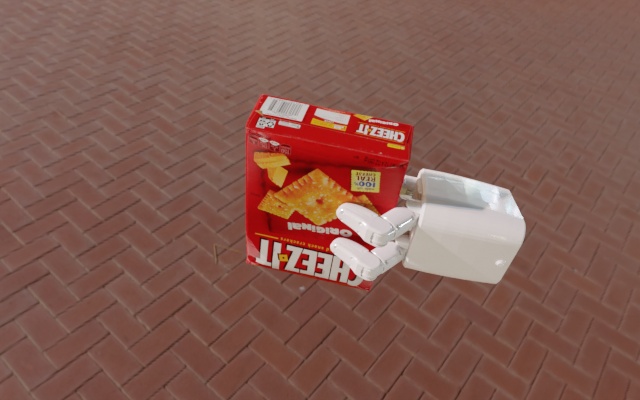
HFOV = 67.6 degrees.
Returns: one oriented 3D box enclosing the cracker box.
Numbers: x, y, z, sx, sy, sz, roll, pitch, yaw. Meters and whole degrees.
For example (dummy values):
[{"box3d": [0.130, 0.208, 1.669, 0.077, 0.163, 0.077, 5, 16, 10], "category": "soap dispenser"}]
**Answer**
[{"box3d": [0.000, 0.002, 0.541, 0.164, 0.214, 0.072, 13, 44, 4], "category": "cracker box"}]
